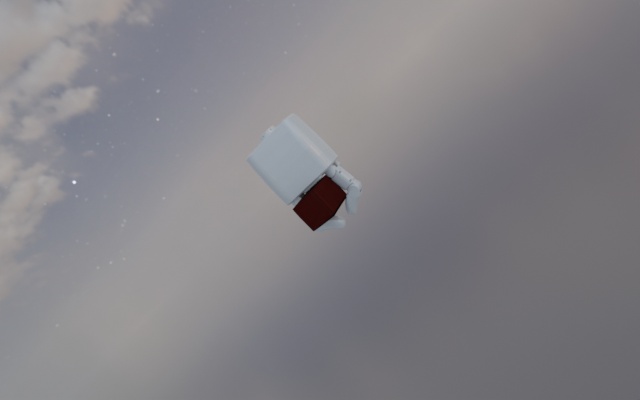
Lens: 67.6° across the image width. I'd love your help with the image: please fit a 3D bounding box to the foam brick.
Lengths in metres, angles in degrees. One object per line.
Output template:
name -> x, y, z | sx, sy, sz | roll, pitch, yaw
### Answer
foam brick -> 0.000, 0.003, 0.773 | 0.053, 0.051, 0.078 | -40, 7, 30
